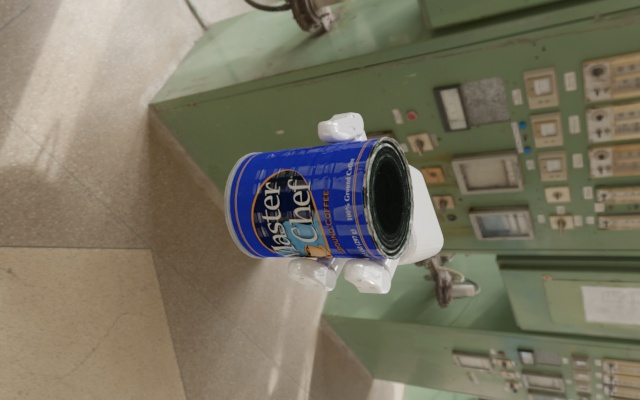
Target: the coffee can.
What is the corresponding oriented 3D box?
[{"bbox_3d":[0.000,0.001,0.429,0.140,0.103,0.103,-3,-2,30],"label":"coffee can"}]
